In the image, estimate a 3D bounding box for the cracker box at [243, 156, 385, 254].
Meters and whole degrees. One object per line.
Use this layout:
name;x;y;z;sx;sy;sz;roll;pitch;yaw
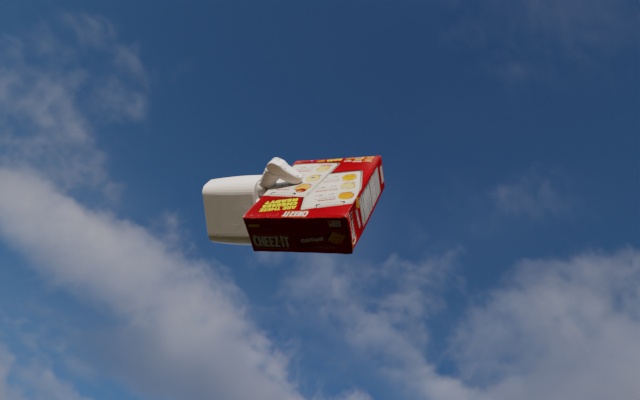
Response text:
cracker box;0.000;0.002;0.771;0.164;0.072;0.213;-1;28;22
